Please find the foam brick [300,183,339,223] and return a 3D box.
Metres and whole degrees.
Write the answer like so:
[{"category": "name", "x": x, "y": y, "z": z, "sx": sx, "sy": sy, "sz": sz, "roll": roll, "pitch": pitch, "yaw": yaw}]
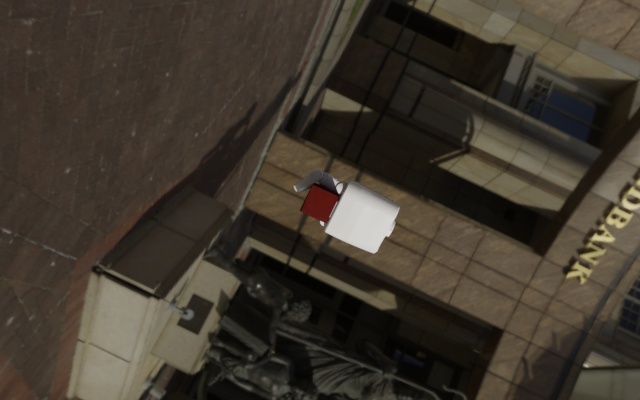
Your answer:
[{"category": "foam brick", "x": 0.000, "y": 0.003, "z": 0.847, "sx": 0.051, "sy": 0.053, "sz": 0.078, "roll": 26, "pitch": 6, "yaw": 1}]
